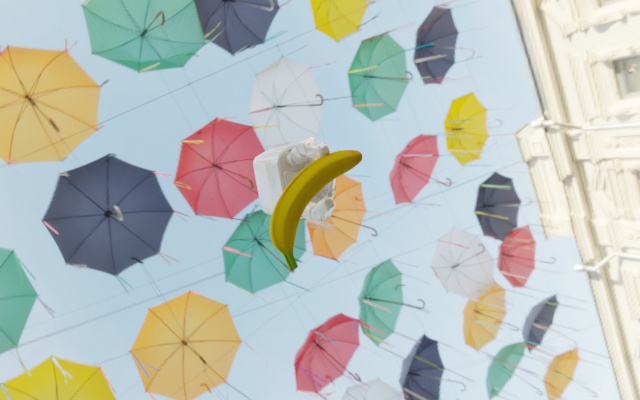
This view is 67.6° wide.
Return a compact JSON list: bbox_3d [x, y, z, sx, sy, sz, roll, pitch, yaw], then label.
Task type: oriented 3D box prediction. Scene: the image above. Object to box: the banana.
[{"bbox_3d":[-0.014,-0.006,0.649,0.070,0.197,0.037,41,-20,-25],"label":"banana"}]
